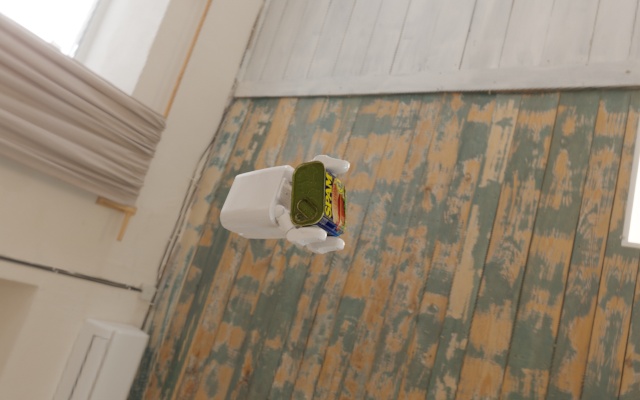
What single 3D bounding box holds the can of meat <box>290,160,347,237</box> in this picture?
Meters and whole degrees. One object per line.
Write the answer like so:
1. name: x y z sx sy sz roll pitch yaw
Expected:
1. can of meat: 0.000 0.002 0.741 0.057 0.102 0.084 -10 -25 27
